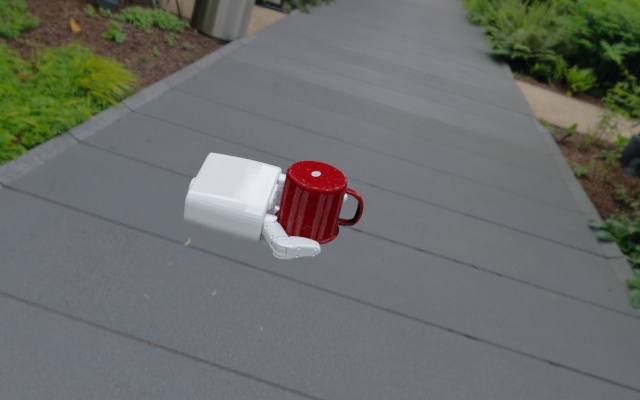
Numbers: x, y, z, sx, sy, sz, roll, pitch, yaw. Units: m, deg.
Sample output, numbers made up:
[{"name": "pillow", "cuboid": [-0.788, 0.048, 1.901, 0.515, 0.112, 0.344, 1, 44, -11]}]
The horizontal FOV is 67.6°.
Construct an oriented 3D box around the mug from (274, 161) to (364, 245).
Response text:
[{"name": "mug", "cuboid": [0.002, 0.002, 0.639, 0.117, 0.081, 0.093, 13, 30, -1]}]
